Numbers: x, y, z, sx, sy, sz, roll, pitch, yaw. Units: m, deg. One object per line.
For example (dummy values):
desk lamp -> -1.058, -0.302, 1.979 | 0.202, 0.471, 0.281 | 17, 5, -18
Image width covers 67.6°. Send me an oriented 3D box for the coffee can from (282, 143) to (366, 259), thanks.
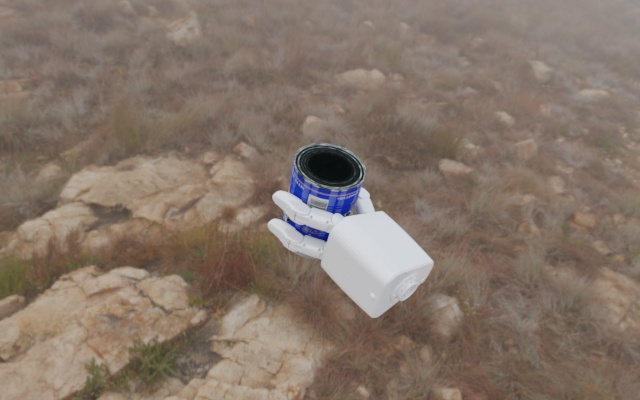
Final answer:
coffee can -> 0.000, 0.002, 0.701 | 0.103, 0.140, 0.102 | 8, 41, -7
